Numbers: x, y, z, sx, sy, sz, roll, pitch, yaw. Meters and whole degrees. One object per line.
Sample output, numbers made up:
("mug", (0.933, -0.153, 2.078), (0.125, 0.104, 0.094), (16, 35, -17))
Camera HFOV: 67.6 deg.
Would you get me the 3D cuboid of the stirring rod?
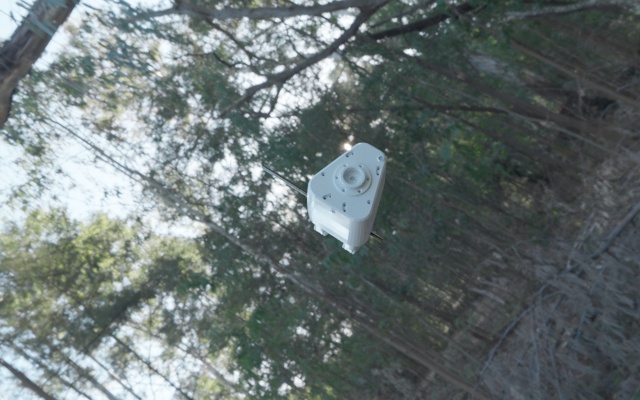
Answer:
("stirring rod", (0.000, 0.003, 0.799), (0.239, 0.011, 0.011), (32, 8, 13))
